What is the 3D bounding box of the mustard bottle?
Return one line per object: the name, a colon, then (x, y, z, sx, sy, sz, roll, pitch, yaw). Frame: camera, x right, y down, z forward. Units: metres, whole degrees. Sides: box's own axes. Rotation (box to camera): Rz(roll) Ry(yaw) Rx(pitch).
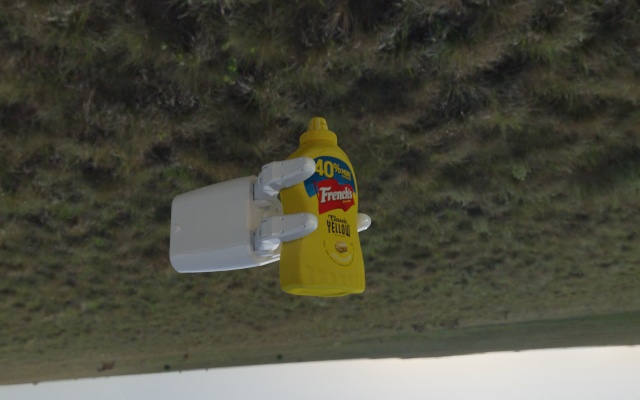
mustard bottle: (0.000, 0.002, 0.505, 0.096, 0.191, 0.058, 14, -24, -41)
